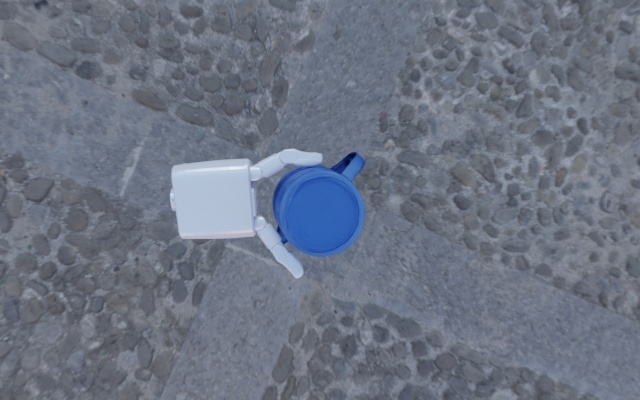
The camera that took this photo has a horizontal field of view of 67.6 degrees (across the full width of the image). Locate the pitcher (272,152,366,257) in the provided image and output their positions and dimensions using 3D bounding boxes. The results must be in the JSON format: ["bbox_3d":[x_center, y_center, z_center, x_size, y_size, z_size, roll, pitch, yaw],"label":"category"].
[{"bbox_3d":[0.000,0.002,0.698,0.145,0.149,0.243,-2,3,-5],"label":"pitcher"}]
